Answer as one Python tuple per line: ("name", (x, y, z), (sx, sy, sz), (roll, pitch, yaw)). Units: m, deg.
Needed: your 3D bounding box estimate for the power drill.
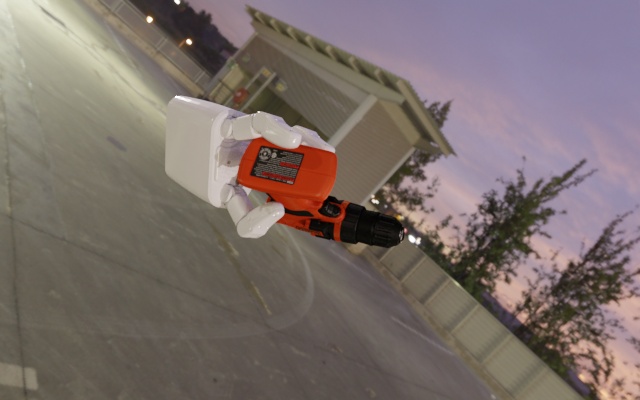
("power drill", (0.000, 0.002, 0.548), (0.184, 0.057, 0.188), (11, -18, 18))
